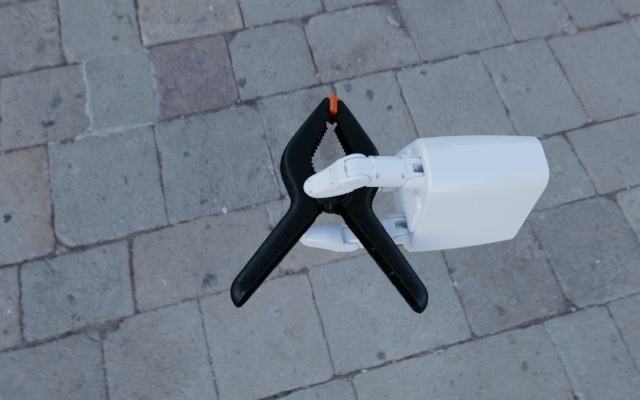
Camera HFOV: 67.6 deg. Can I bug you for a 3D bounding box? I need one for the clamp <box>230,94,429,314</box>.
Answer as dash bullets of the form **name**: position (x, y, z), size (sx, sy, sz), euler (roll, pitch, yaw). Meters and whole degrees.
- **clamp**: position (0.000, 0.001, 0.427), size (0.164, 0.210, 0.036), euler (-3, -21, -8)
